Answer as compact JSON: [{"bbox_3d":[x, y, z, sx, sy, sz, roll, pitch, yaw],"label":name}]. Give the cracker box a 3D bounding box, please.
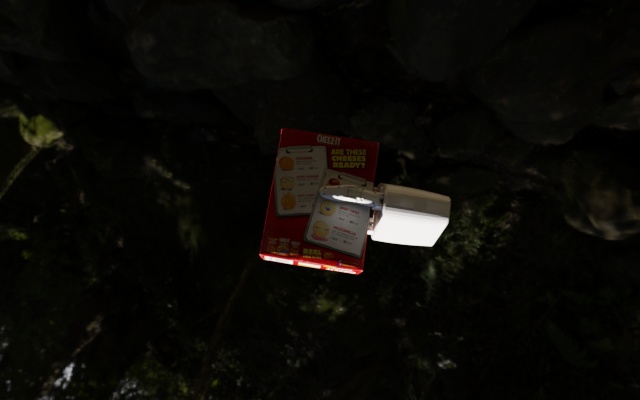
[{"bbox_3d":[0.000,0.003,0.785,0.164,0.213,0.072,9,-14,-1],"label":"cracker box"}]
